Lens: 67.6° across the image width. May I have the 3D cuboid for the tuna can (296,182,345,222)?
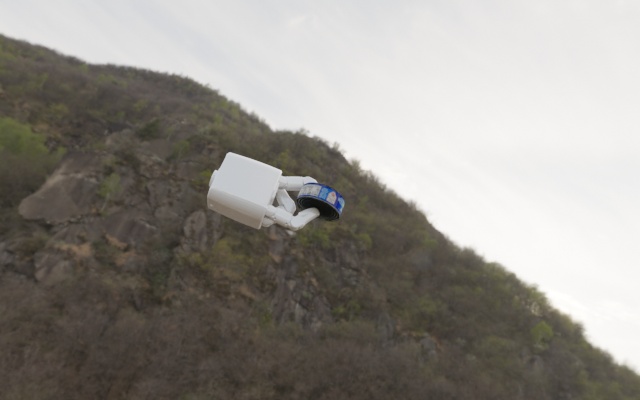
[{"bbox_3d":[0.000,0.002,0.872,0.086,0.033,0.086,18,-24,9],"label":"tuna can"}]
